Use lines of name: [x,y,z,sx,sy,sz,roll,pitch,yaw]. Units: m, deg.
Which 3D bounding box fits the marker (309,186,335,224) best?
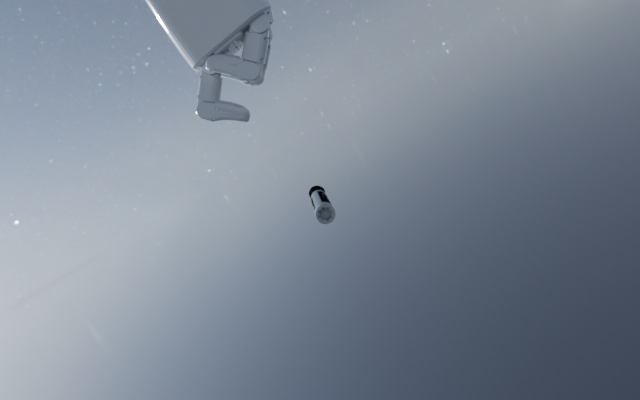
marker: [0.000,0.002,0.496,0.020,0.020,0.121,0,11,-4]
